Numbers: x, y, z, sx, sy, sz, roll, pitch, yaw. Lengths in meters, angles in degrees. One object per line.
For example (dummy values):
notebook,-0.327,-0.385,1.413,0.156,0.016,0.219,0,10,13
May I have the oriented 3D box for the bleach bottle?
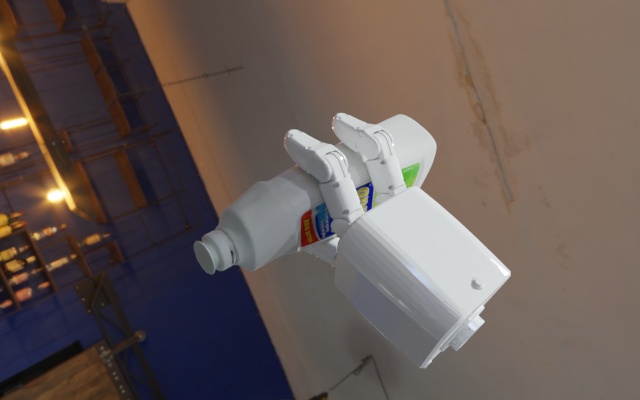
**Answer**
bleach bottle,0.000,0.001,0.438,0.250,0.103,0.068,-28,62,-36
